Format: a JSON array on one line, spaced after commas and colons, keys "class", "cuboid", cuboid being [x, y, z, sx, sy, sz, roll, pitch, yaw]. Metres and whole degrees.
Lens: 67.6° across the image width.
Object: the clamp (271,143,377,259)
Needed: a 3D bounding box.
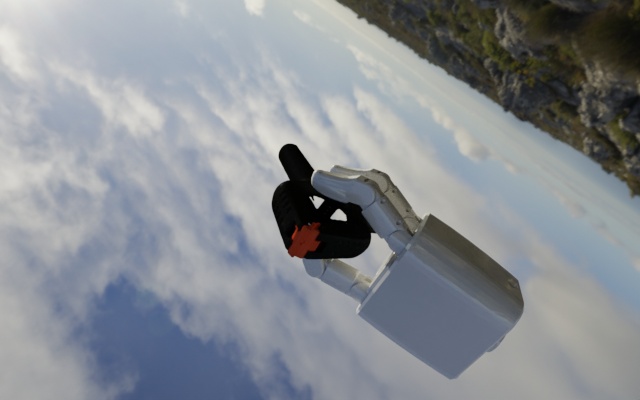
[{"class": "clamp", "cuboid": [0.000, 0.002, 0.451, 0.164, 0.036, 0.210, 34, 18, 9]}]
